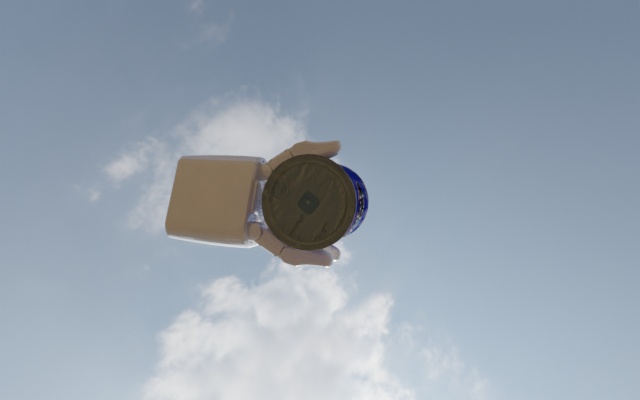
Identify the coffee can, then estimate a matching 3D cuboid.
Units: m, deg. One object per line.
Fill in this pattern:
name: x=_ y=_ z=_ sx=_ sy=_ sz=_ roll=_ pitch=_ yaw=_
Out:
coffee can: x=0.000 y=0.002 z=0.569 sx=0.103 sy=0.103 sz=0.140 roll=0 pitch=0 yaw=11
